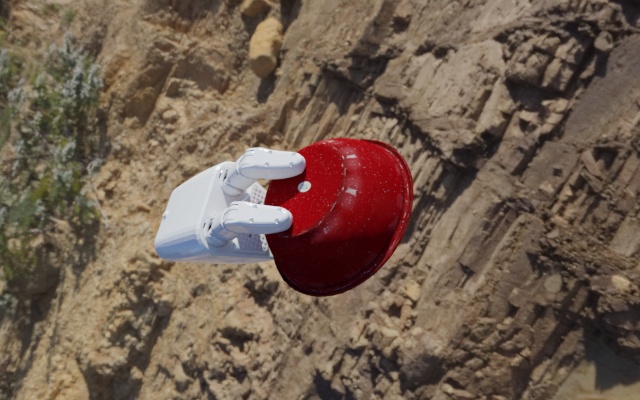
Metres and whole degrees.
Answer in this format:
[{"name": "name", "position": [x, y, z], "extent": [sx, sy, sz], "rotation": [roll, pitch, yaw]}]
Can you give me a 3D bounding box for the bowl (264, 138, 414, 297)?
[{"name": "bowl", "position": [0.001, 0.001, 0.431], "extent": [0.162, 0.162, 0.055], "rotation": [0, -26, 42]}]
